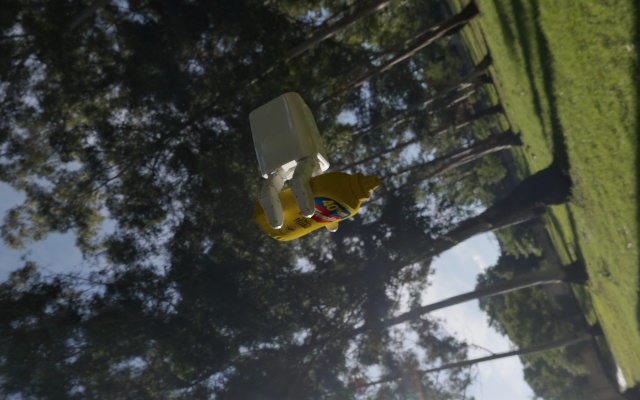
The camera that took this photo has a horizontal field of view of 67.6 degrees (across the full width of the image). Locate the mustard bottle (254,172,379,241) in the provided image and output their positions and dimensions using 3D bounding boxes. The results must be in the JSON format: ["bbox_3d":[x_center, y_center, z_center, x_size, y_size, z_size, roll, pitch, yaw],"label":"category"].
[{"bbox_3d":[0.000,0.003,0.716,0.192,0.058,0.096,-22,-38,26],"label":"mustard bottle"}]
